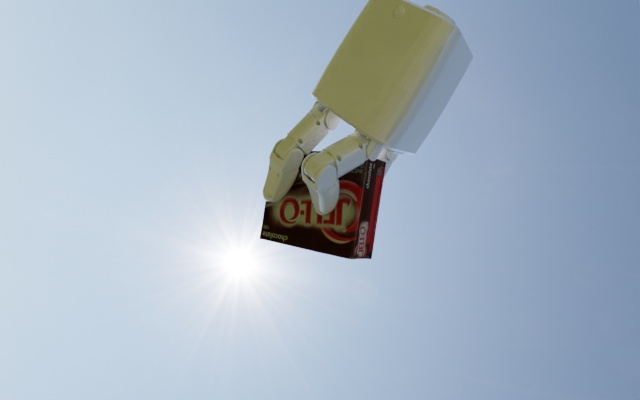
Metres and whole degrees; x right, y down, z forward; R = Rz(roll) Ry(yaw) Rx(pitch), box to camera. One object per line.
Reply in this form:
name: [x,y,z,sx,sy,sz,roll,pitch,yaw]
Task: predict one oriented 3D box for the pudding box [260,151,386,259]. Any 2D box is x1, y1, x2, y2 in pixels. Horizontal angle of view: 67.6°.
pudding box: [0.000,0.001,0.443,0.113,0.090,0.039,7,-2,40]
